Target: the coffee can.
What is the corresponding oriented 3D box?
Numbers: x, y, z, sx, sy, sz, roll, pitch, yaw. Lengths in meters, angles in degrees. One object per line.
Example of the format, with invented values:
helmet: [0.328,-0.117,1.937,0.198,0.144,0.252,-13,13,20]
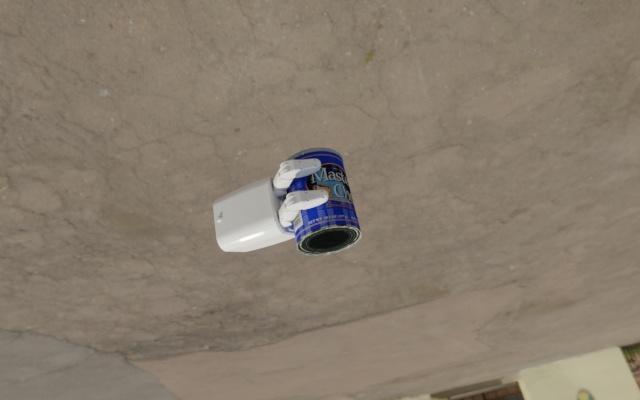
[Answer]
coffee can: [0.000,0.002,0.756,0.103,0.140,0.103,-10,-28,-5]
